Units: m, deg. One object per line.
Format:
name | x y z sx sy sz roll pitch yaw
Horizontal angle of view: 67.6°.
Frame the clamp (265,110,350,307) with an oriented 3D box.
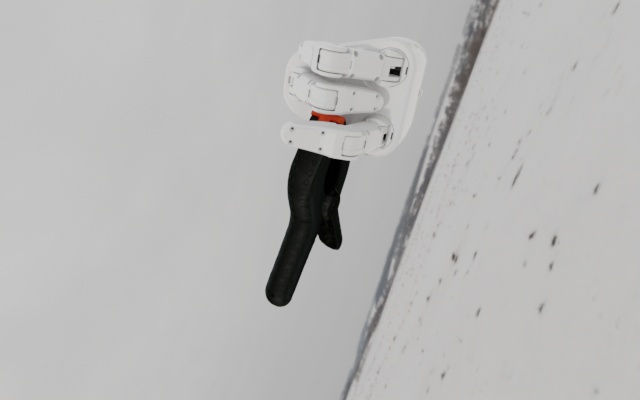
clamp | -0.001 0.001 0.430 0.039 0.171 0.120 21 24 14
